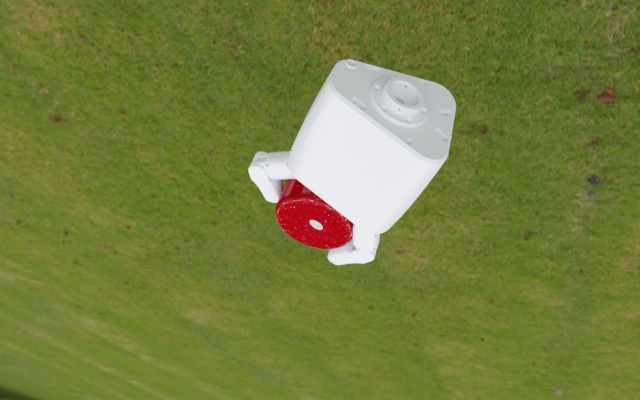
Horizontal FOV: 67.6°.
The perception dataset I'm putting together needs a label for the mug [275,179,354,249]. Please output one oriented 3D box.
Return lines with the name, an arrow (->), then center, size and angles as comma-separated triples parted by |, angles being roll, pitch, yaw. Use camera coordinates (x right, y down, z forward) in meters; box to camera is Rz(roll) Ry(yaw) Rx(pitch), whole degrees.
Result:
mug -> -0.001, 0.003, 0.497 | 0.093, 0.081, 0.117 | 24, -38, -5
